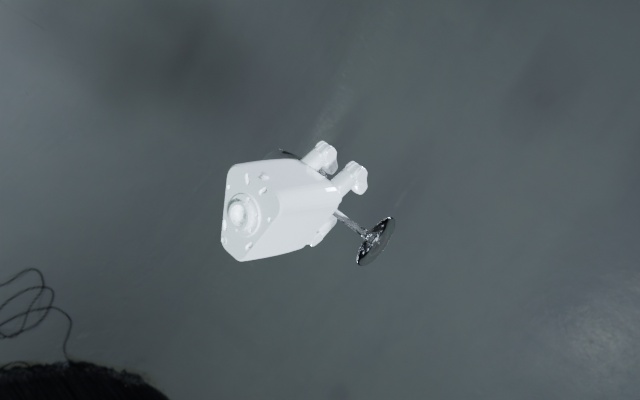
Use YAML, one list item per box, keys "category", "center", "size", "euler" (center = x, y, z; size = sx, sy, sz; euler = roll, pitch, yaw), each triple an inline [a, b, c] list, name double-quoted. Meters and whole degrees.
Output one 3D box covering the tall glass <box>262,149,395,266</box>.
- category: "tall glass"
  center: [0.001, 0.003, 0.653]
  size: [0.201, 0.079, 0.079]
  euler: [36, 19, 28]
